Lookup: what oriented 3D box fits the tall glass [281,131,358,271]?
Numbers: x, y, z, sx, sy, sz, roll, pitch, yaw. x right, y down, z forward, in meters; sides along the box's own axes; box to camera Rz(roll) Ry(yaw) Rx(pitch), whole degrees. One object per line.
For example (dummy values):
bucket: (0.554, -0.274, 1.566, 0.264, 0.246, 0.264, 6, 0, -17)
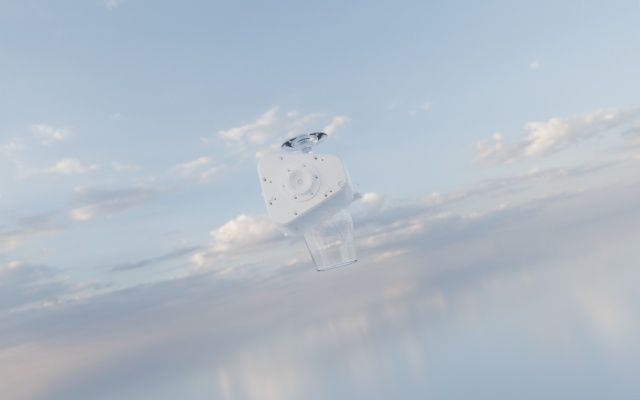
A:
tall glass: (0.000, 0.002, 0.723, 0.079, 0.201, 0.079, -14, -10, -3)
